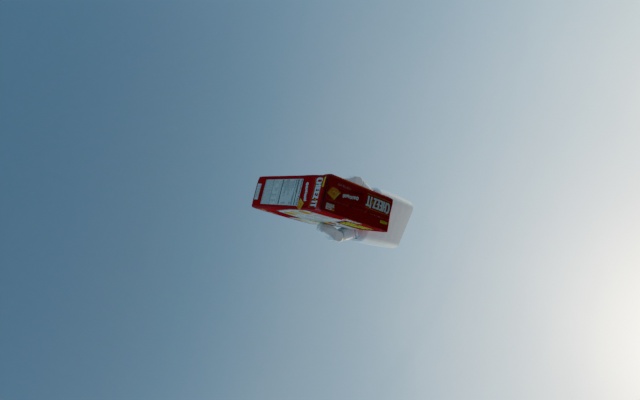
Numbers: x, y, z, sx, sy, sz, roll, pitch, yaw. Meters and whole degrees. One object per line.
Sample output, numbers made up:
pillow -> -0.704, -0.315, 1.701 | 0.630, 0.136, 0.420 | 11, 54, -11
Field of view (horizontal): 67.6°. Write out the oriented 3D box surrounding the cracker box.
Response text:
cracker box -> 0.000, 0.003, 0.887 | 0.164, 0.072, 0.213 | 18, -10, -38
